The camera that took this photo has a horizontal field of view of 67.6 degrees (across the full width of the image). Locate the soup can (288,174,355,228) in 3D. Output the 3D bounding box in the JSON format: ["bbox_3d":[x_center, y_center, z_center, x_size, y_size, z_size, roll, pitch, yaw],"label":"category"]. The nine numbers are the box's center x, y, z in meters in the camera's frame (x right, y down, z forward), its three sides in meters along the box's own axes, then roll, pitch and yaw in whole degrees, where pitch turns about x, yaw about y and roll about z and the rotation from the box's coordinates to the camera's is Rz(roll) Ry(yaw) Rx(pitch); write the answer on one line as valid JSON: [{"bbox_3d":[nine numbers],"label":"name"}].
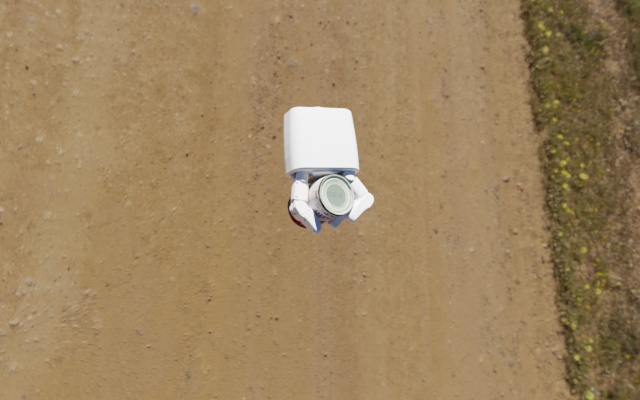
[{"bbox_3d":[0.000,0.003,0.773,0.068,0.068,0.102,0,-13,-32],"label":"soup can"}]
